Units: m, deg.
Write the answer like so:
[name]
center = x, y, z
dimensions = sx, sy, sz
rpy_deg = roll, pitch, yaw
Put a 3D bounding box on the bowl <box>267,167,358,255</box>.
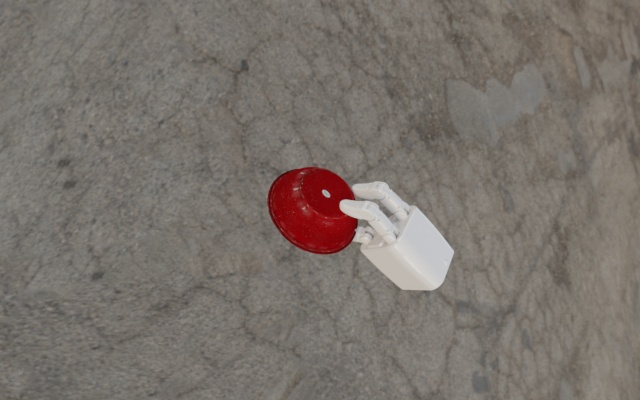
[bowl]
center = -0.001, 0.002, 0.761
dimensions = 0.162, 0.162, 0.055
rpy_deg = 0, -31, -29
